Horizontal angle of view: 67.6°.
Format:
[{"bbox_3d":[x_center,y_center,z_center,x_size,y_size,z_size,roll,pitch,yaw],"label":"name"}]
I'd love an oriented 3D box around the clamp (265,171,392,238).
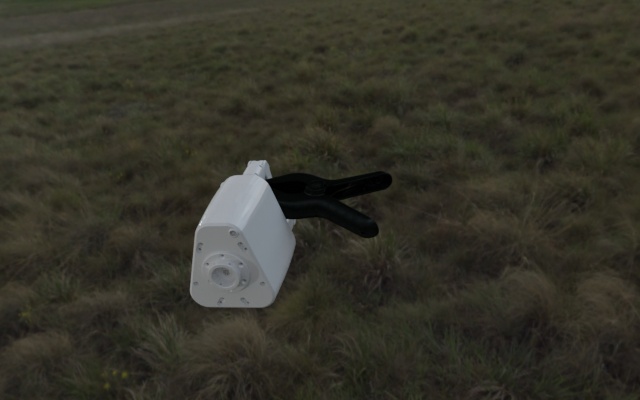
[{"bbox_3d":[0.000,0.001,0.571,0.171,0.039,0.120,-2,28,9],"label":"clamp"}]
